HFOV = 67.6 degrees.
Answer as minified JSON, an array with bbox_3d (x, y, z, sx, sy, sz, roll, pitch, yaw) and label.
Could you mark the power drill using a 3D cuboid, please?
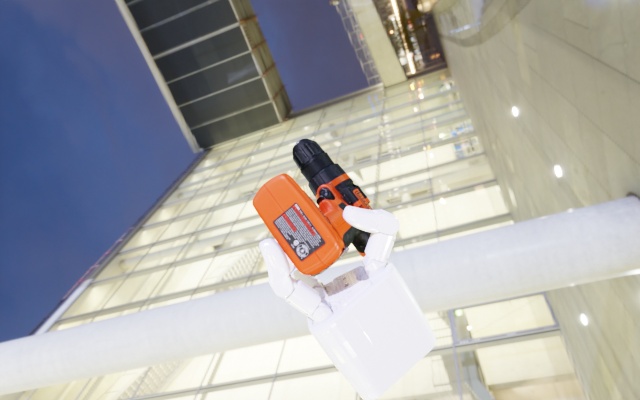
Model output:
[{"bbox_3d":[0.000,0.002,0.557,0.057,0.184,0.187,-42,-10,22],"label":"power drill"}]
